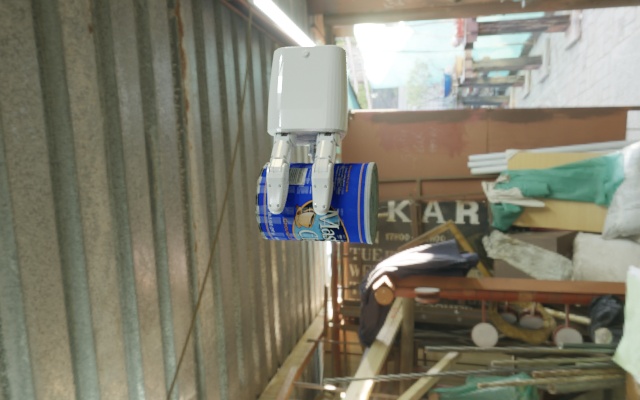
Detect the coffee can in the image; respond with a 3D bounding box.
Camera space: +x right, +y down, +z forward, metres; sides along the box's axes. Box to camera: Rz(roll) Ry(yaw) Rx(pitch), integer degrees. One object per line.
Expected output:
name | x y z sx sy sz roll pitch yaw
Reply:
coffee can | 0.000 0.002 0.613 0.140 0.103 0.103 1 0 12
